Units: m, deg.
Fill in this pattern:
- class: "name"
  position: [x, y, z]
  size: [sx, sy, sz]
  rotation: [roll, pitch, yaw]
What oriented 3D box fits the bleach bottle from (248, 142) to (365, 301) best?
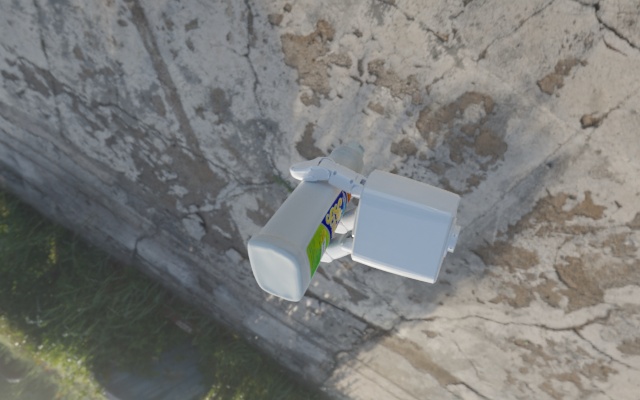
- class: "bleach bottle"
  position: [0.000, 0.002, 0.616]
  size: [0.068, 0.103, 0.250]
  rotation: [16, 49, 18]
